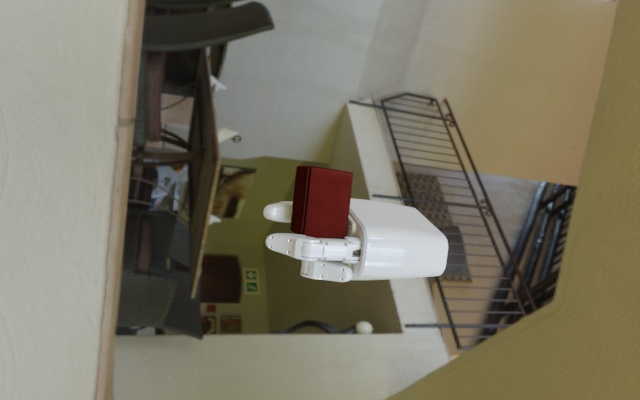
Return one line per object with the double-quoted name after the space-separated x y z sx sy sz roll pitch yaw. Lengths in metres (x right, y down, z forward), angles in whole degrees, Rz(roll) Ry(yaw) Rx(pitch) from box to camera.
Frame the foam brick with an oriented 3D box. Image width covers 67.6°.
0.000 0.001 0.531 0.051 0.078 0.053 4 5 -18 "foam brick"
